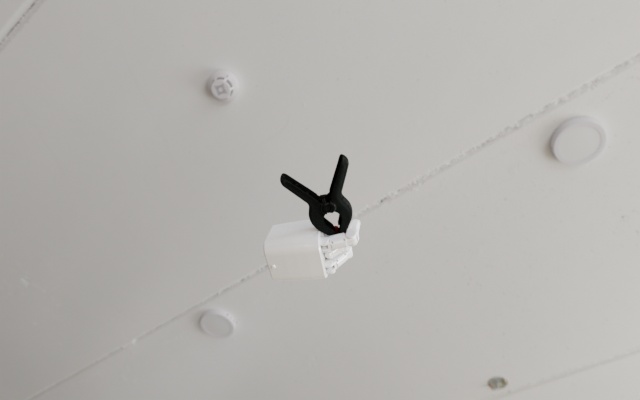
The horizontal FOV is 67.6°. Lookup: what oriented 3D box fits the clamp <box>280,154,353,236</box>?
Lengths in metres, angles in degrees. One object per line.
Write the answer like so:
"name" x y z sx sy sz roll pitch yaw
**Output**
"clamp" 0.000 0.003 0.848 0.120 0.172 0.039 -7 32 6
